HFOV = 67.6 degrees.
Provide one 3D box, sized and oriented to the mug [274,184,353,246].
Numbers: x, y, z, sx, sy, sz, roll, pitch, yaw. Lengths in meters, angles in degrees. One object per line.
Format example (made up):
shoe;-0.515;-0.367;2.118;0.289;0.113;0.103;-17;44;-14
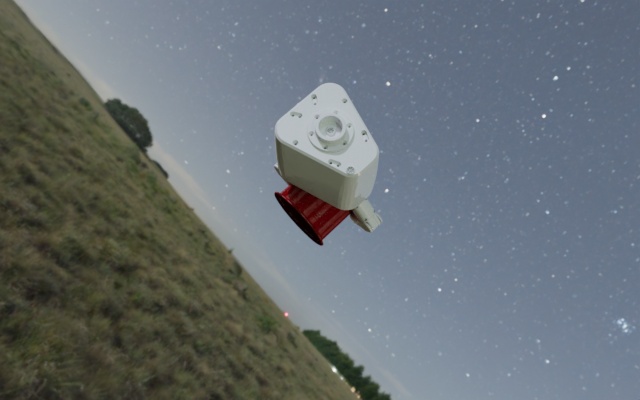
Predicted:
mug;0.000;0.002;0.641;0.081;0.093;0.117;-42;-13;-12
